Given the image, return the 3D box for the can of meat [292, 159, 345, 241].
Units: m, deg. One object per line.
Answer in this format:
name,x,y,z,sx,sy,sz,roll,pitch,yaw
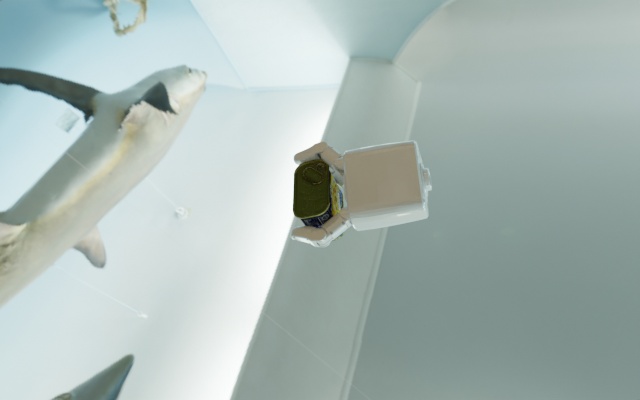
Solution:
can of meat,0.000,0.003,0.733,0.057,0.102,0.084,-12,-36,17
